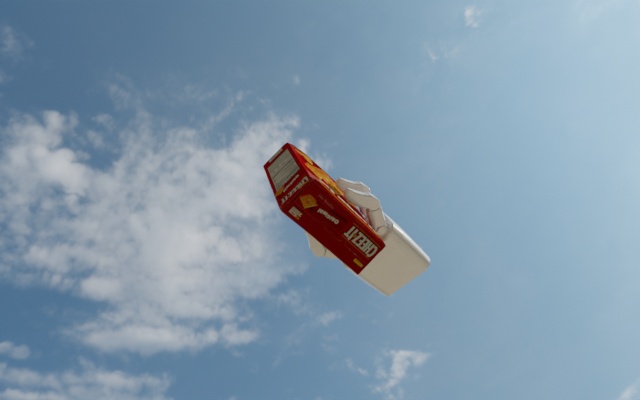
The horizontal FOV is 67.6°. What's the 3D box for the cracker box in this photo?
[{"bbox_3d":[0.000,0.003,0.769,0.164,0.072,0.213,41,6,-24],"label":"cracker box"}]
